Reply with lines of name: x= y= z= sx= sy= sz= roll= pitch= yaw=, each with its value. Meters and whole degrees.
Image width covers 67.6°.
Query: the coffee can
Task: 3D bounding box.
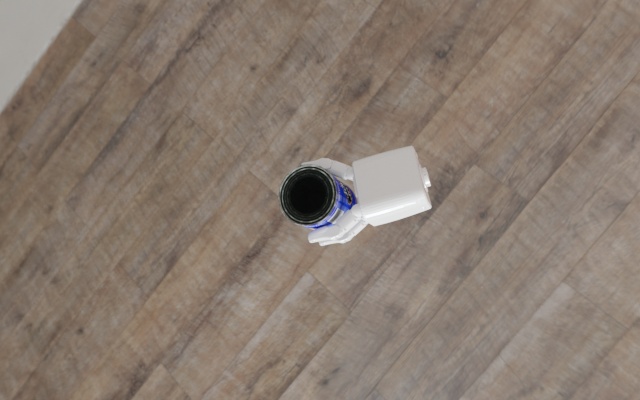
coffee can: x=0.000 y=0.003 z=0.838 sx=0.103 sy=0.103 sz=0.140 roll=0 pitch=-10 yaw=19
